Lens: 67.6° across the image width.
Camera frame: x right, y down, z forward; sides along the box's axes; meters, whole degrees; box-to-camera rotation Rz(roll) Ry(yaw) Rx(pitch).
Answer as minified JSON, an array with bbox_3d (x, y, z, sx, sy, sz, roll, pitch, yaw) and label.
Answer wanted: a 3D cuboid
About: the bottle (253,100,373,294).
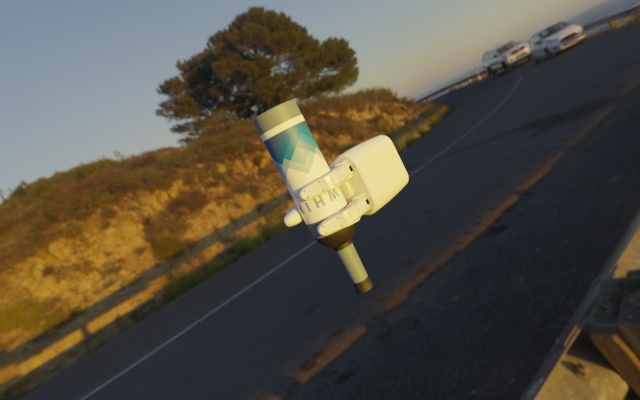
[{"bbox_3d":[0.000,0.002,0.692,0.069,0.296,0.069,-27,7,4],"label":"bottle"}]
